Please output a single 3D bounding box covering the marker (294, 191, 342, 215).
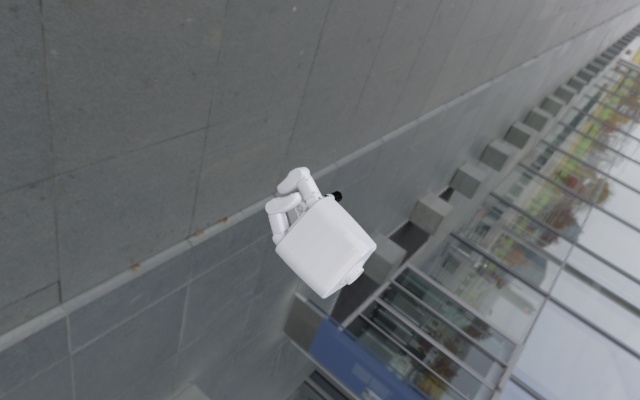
[{"bbox_3d":[0.000,0.002,0.764,0.020,0.020,0.121,0,10,32],"label":"marker"}]
